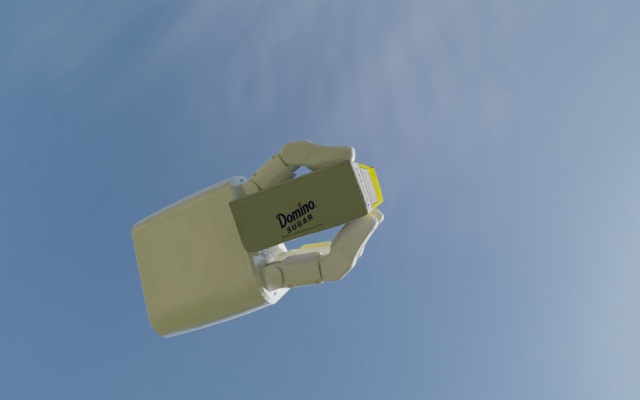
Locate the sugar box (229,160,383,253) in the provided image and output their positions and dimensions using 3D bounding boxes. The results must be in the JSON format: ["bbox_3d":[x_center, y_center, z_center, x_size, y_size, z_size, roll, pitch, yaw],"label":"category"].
[{"bbox_3d":[0.000,0.002,0.405,0.093,0.048,0.176,-19,2,12],"label":"sugar box"}]
